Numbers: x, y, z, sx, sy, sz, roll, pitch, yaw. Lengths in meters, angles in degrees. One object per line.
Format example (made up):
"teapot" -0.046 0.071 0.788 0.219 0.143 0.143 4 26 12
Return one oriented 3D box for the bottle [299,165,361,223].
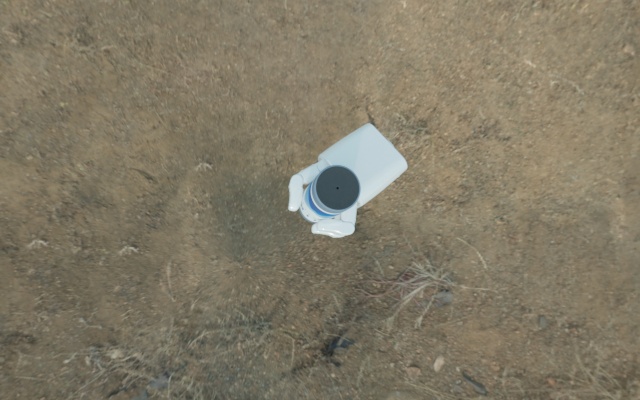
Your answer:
"bottle" 0.000 0.003 0.807 0.069 0.069 0.296 0 -8 -9
